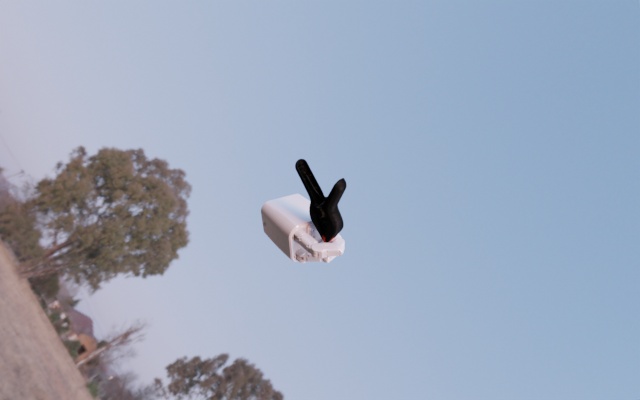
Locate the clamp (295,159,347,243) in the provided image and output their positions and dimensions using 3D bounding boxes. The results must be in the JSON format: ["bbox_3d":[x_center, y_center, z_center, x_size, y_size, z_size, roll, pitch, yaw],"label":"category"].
[{"bbox_3d":[0.001,0.003,0.886,0.039,0.172,0.120,-27,48,-28],"label":"clamp"}]
